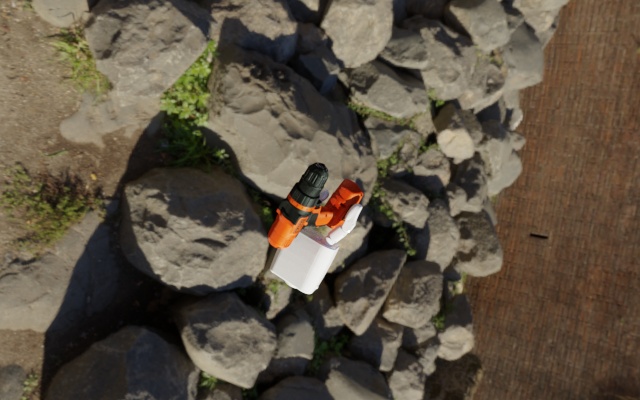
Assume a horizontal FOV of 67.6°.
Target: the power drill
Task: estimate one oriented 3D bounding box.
[{"bbox_3d":[0.000,0.003,0.900,0.057,0.184,0.187,47,30,25],"label":"power drill"}]
